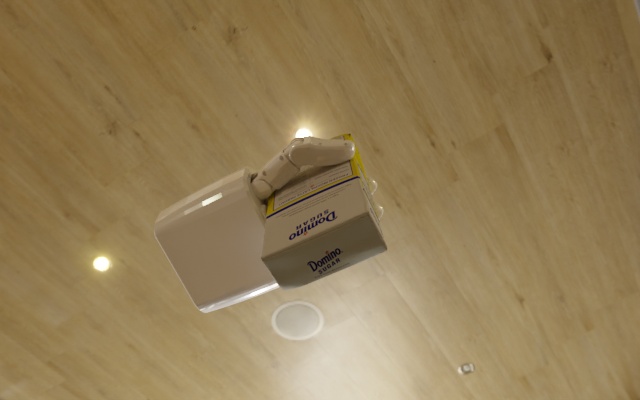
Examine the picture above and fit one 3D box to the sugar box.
[{"bbox_3d":[0.000,0.002,0.439,0.093,0.048,0.176,-24,28,11],"label":"sugar box"}]
